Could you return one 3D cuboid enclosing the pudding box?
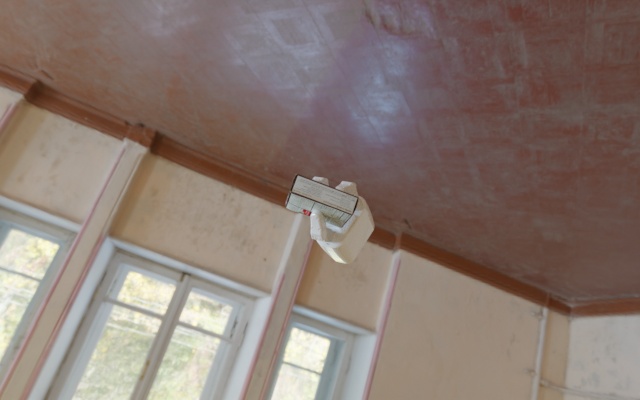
[{"bbox_3d":[0.000,0.003,0.811,0.113,0.039,0.090,19,-20,-4],"label":"pudding box"}]
